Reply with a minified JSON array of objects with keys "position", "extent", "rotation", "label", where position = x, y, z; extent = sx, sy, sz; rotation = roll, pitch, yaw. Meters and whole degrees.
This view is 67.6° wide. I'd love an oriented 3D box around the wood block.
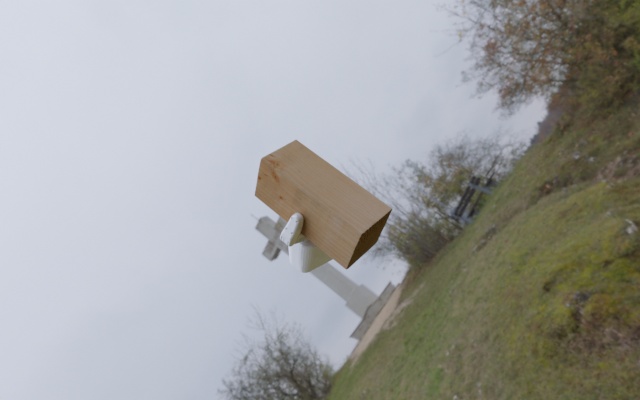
[{"position":[0.000,0.003,0.782],"extent":[0.206,0.090,0.090],"rotation":[37,46,19],"label":"wood block"}]
